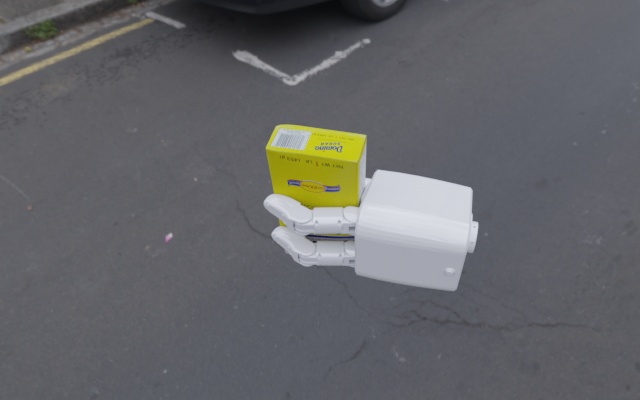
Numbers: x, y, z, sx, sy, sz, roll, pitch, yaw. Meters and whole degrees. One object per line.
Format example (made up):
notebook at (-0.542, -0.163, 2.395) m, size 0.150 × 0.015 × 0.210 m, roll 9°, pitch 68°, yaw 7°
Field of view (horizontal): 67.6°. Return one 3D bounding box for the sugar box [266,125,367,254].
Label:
sugar box at (0.000, 0.002, 0.518) m, size 0.093 × 0.048 × 0.176 m, roll 10°, pitch -42°, yaw 13°
